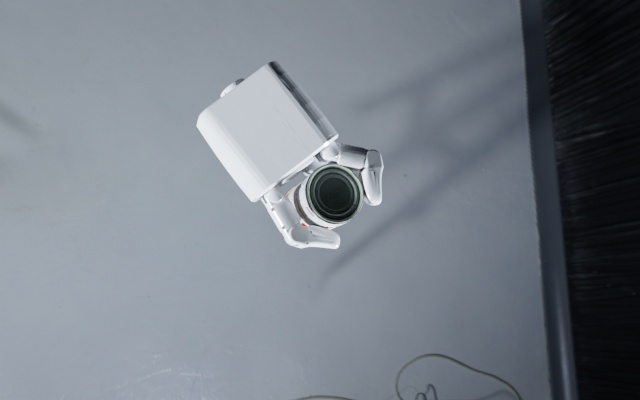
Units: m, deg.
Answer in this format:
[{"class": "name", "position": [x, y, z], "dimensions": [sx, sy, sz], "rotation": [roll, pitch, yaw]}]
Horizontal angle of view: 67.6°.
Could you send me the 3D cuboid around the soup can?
[{"class": "soup can", "position": [0.000, 0.002, 0.547], "dimensions": [0.068, 0.068, 0.102], "rotation": [0, -11, -19]}]
